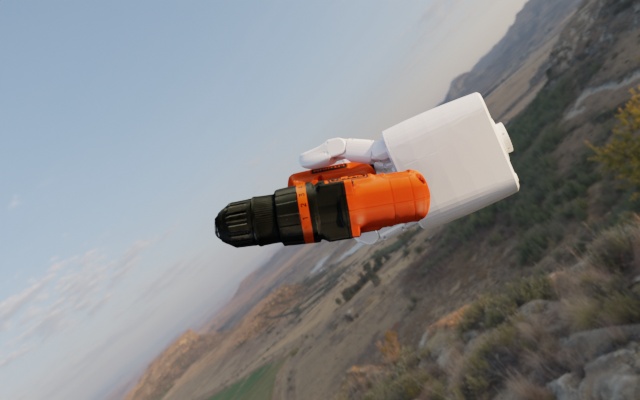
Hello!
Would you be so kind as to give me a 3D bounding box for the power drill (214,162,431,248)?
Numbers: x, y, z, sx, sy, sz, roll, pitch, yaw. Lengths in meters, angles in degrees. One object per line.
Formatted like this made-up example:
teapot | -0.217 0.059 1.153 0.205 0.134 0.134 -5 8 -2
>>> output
power drill | 0.000 0.001 0.476 0.184 0.057 0.187 -8 9 0
